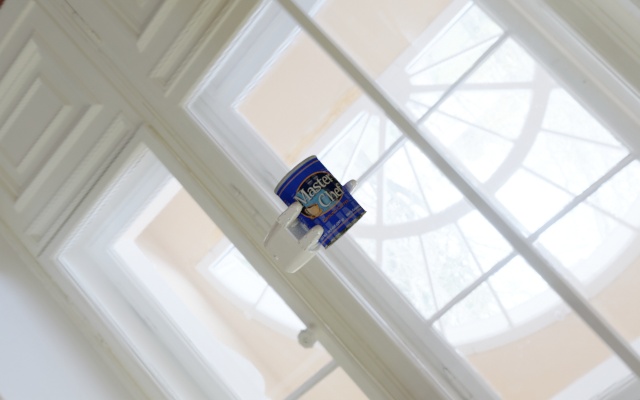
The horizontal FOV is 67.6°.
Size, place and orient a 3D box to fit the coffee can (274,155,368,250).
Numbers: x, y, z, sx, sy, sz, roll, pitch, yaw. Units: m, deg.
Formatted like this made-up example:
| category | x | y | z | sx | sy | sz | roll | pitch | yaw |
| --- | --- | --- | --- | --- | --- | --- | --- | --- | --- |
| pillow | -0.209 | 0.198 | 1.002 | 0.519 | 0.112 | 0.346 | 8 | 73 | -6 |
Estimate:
| category | x | y | z | sx | sy | sz | roll | pitch | yaw |
| --- | --- | --- | --- | --- | --- | --- | --- | --- | --- |
| coffee can | 0.000 | 0.003 | 0.861 | 0.103 | 0.140 | 0.103 | -41 | -7 | -6 |
